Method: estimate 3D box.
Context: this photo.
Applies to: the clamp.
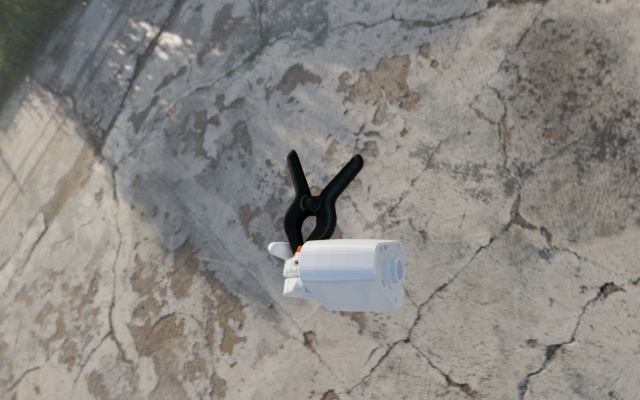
[{"bbox_3d":[0.000,0.002,0.685,0.120,0.171,0.039,-4,-18,27],"label":"clamp"}]
